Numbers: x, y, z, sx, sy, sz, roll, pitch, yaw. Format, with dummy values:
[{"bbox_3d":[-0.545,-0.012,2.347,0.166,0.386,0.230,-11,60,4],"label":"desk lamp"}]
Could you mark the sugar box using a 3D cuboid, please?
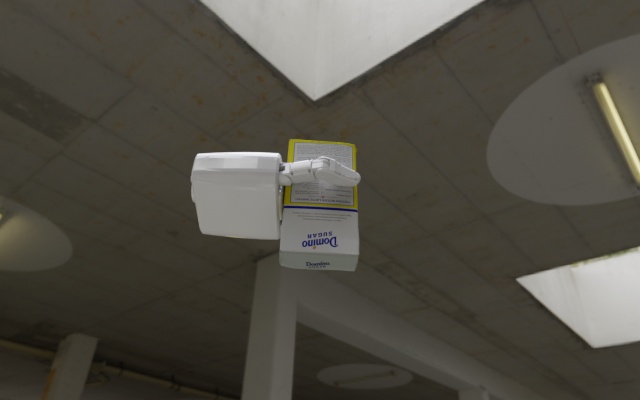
[{"bbox_3d":[0.000,0.002,0.605,0.093,0.176,0.048,4,-34,-2],"label":"sugar box"}]
